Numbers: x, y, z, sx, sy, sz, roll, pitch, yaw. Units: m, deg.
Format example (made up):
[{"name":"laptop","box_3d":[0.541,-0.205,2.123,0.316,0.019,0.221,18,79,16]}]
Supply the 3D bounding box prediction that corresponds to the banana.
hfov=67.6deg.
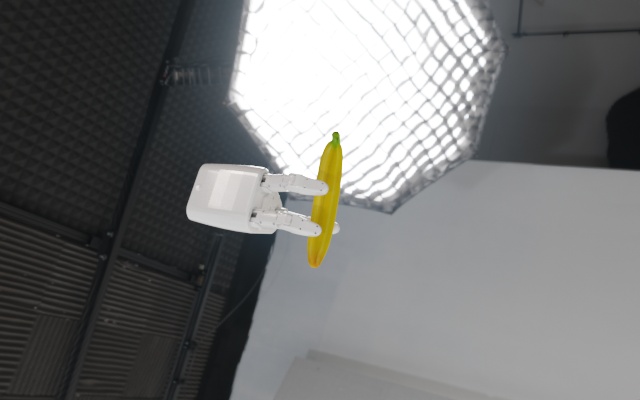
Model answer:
[{"name":"banana","box_3d":[0.006,-0.002,0.705,0.037,0.198,0.069,9,7,15]}]
